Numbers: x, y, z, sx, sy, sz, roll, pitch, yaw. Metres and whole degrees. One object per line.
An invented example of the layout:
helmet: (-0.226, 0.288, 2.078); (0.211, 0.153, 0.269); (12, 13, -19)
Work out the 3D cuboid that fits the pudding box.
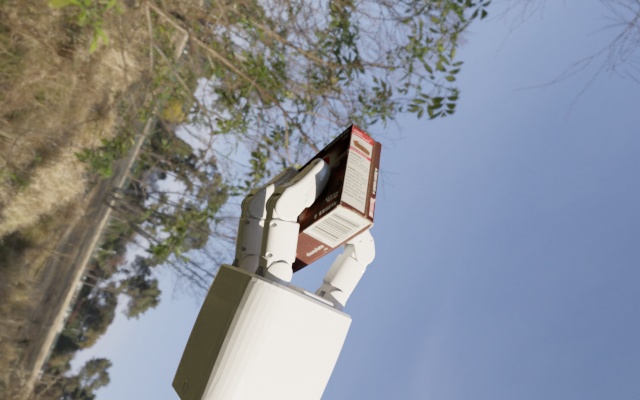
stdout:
pudding box: (0.000, 0.001, 0.408); (0.039, 0.090, 0.113); (32, -43, -25)
